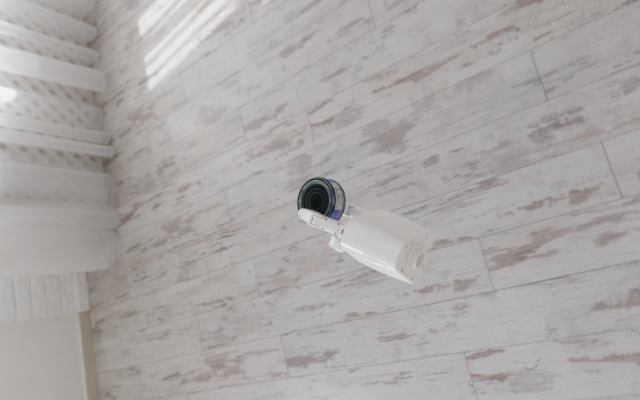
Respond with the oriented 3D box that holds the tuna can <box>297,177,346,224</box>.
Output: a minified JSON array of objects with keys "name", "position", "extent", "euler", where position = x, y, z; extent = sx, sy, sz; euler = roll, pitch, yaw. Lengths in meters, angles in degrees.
[{"name":"tuna can","position":[0.000,0.003,0.829],"extent":[0.086,0.086,0.034],"euler":[0,-5,40]}]
